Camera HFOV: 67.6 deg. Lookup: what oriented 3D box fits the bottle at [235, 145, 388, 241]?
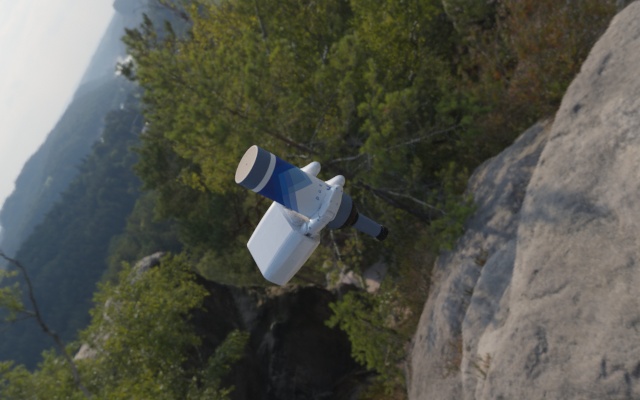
[{"bbox_3d":[0.000,0.002,0.814,0.296,0.069,0.069,27,-13,-27],"label":"bottle"}]
